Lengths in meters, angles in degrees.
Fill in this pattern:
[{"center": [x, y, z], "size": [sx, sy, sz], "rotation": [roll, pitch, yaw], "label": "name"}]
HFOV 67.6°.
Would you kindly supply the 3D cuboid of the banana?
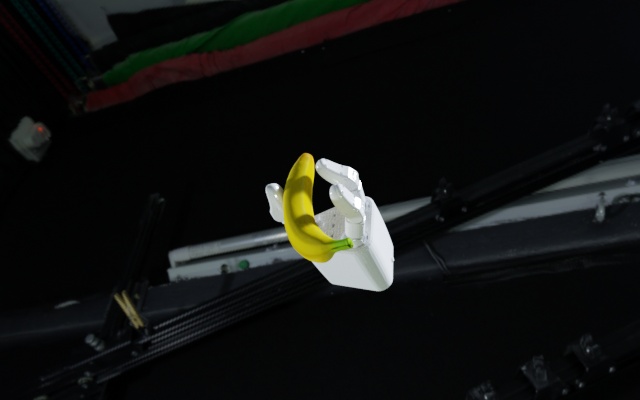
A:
[{"center": [-0.015, 0.014, 0.581], "size": [0.069, 0.037, 0.197], "rotation": [-32, 39, 6], "label": "banana"}]
